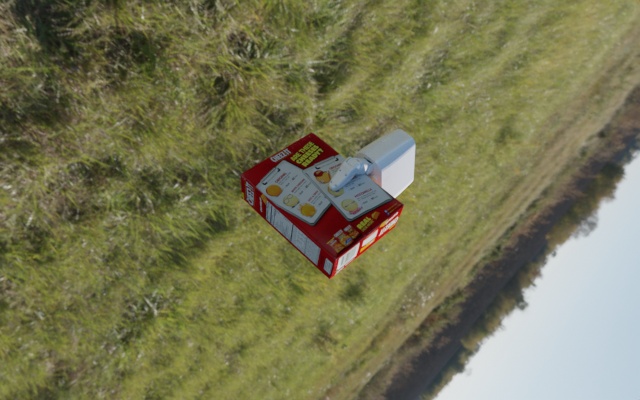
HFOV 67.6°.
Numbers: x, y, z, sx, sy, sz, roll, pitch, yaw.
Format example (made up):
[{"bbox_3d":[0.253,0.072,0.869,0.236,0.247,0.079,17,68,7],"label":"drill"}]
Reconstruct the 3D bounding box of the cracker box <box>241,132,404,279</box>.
[{"bbox_3d":[0.000,0.003,0.780,0.213,0.072,0.164,40,55,22],"label":"cracker box"}]
